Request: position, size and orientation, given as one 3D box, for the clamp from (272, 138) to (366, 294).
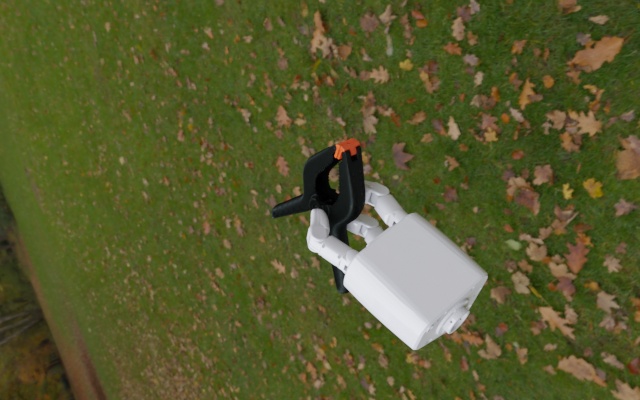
[{"bbox_3d":[0.000,0.002,0.606,0.036,0.210,0.164,-27,53,-36],"label":"clamp"}]
